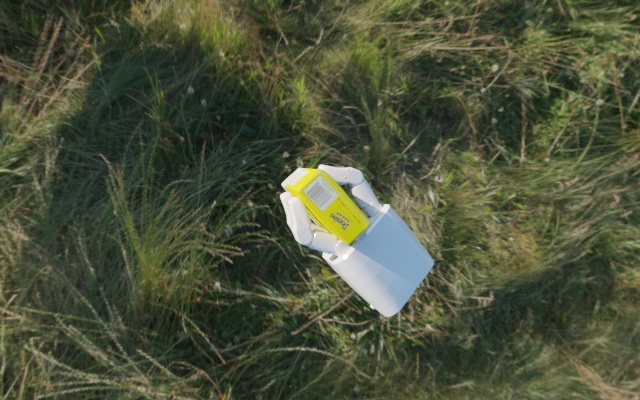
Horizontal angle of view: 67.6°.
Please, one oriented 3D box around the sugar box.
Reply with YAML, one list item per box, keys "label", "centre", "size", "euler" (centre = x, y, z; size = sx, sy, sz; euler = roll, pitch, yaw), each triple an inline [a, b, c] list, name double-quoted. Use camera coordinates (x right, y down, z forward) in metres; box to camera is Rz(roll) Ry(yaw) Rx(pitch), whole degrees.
- label: "sugar box"
  centre: [0.000, 0.003, 0.646]
  size: [0.048, 0.093, 0.176]
  euler: [-43, 10, -8]
